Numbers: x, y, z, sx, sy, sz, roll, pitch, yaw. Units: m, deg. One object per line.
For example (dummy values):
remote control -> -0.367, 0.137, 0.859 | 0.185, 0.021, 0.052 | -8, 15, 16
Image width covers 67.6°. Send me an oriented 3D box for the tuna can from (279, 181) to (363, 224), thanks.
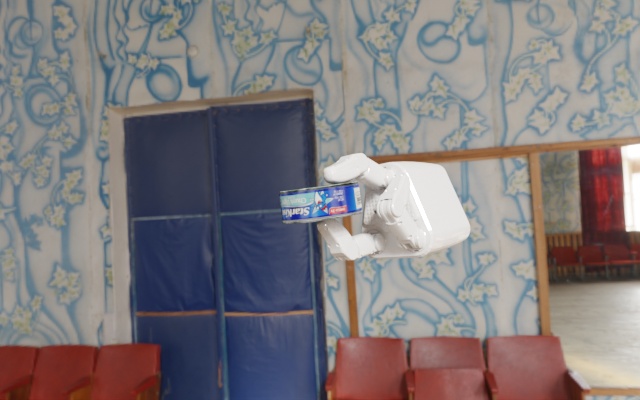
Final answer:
tuna can -> 0.000, 0.001, 0.501 | 0.086, 0.034, 0.086 | -8, 2, 0
